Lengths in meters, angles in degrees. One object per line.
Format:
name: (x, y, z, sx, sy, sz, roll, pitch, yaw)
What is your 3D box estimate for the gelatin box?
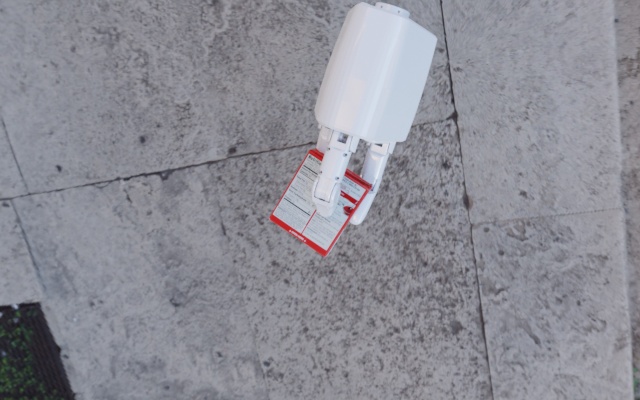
gelatin box: (0.000, 0.002, 0.497, 0.073, 0.089, 0.030, 33, 14, 6)
